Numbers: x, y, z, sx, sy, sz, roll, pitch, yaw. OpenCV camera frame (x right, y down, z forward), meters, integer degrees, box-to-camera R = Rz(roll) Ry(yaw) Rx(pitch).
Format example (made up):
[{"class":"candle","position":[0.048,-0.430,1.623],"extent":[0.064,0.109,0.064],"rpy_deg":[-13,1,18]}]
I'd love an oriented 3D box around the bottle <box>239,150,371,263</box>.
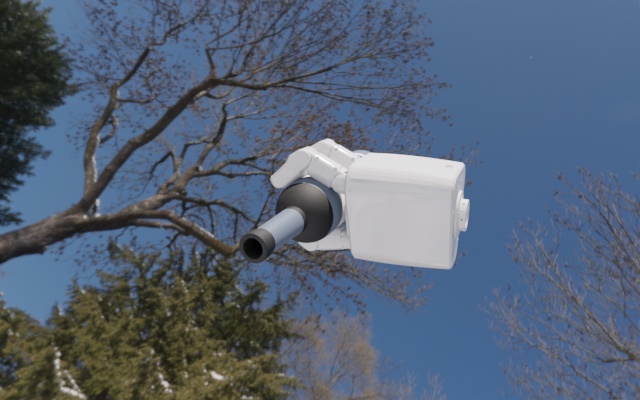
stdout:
[{"class":"bottle","position":[0.000,0.002,0.531],"extent":[0.069,0.069,0.295],"rpy_deg":[0,15,24]}]
